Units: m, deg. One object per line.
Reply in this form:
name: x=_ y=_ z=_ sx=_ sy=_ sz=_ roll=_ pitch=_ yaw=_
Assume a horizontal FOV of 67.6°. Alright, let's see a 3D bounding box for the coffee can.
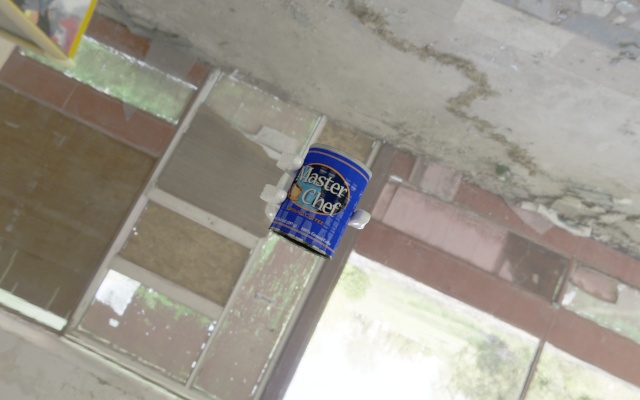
coffee can: x=0.000 y=0.002 z=0.700 sx=0.103 sy=0.140 sz=0.103 roll=25 pitch=-11 yaw=5
